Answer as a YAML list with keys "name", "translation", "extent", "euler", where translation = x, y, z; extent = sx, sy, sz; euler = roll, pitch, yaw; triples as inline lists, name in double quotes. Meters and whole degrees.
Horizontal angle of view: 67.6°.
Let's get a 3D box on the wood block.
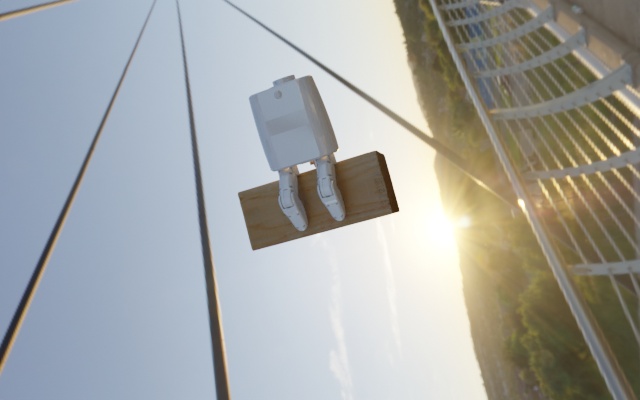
- name: "wood block"
  translation: [0.000, 0.002, 0.692]
  extent: [0.206, 0.090, 0.091]
  euler: [-16, -3, 16]
